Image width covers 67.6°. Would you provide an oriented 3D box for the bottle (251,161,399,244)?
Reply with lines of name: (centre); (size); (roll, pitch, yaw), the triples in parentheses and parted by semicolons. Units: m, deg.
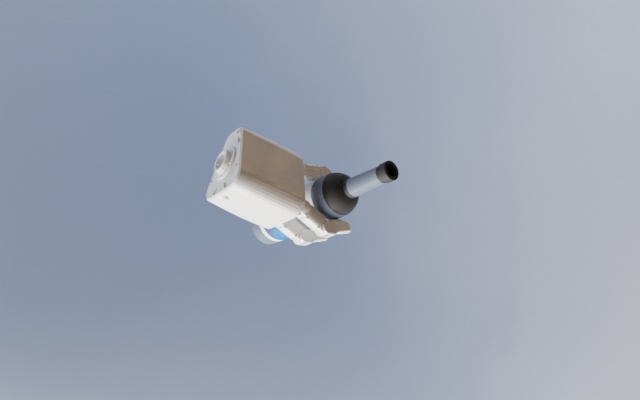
bottle: (0.000, 0.002, 0.725); (0.069, 0.069, 0.296); (0, -17, -41)
